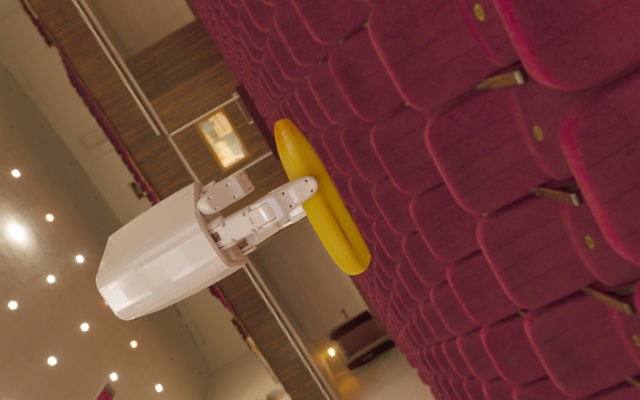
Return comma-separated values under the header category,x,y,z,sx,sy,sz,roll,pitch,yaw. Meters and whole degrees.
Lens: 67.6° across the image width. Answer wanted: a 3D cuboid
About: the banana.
category,x,y,z,sx,sy,sz,roll,pitch,yaw
banana,0.007,0.013,0.462,0.037,0.198,0.069,-30,35,-1
